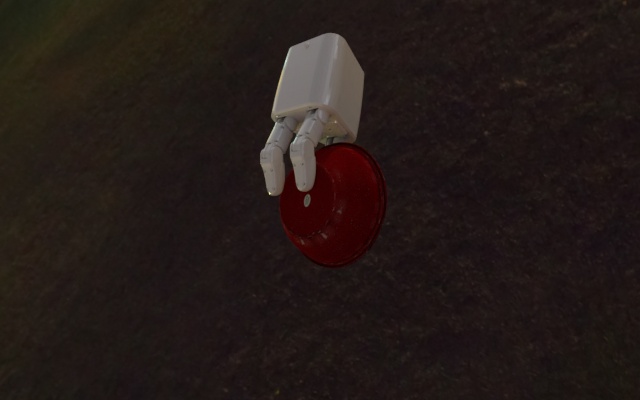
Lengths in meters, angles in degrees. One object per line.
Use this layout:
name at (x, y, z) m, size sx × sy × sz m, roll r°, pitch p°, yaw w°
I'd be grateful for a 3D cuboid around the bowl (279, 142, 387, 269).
bowl at (0.000, 0.003, 0.586) m, size 0.162 × 0.162 × 0.055 m, roll 0°, pitch -7°, yaw 42°
